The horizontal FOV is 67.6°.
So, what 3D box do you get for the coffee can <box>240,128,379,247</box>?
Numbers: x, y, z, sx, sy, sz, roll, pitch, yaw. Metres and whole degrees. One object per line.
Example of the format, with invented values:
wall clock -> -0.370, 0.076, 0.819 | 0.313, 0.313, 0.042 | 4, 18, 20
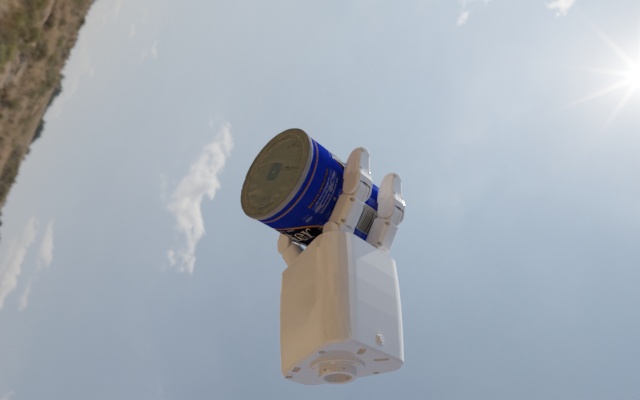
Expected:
coffee can -> 0.000, 0.002, 0.518 | 0.140, 0.102, 0.103 | 33, -20, -35
